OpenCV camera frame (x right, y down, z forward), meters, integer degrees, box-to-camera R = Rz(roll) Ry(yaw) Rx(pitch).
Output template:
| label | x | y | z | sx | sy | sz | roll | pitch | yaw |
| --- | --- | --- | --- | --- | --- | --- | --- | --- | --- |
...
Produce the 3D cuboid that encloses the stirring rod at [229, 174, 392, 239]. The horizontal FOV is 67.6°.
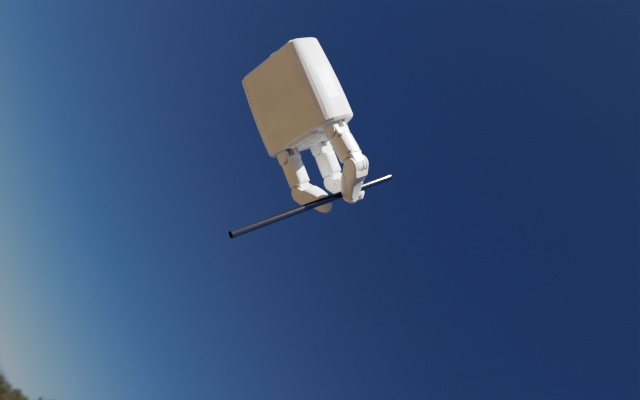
| label | x | y | z | sx | sy | sz | roll | pitch | yaw |
| --- | --- | --- | --- | --- | --- | --- | --- | --- | --- |
| stirring rod | 0.000 | 0.002 | 0.552 | 0.239 | 0.011 | 0.011 | -20 | 12 | -37 |
